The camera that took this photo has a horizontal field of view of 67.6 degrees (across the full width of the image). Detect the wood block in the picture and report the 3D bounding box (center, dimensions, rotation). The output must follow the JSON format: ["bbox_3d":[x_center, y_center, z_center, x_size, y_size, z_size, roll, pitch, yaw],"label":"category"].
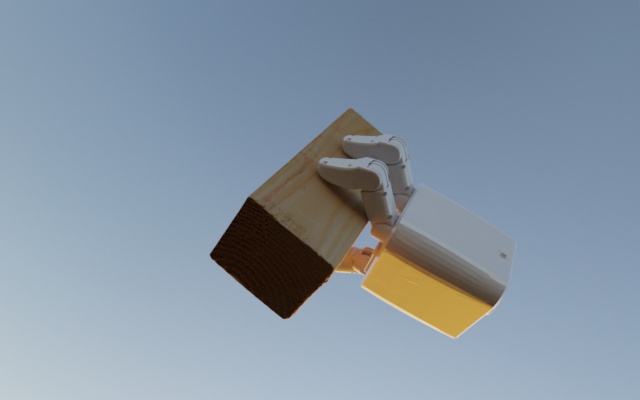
[{"bbox_3d":[0.000,0.002,0.464,0.091,0.090,0.206,-51,-2,39],"label":"wood block"}]
